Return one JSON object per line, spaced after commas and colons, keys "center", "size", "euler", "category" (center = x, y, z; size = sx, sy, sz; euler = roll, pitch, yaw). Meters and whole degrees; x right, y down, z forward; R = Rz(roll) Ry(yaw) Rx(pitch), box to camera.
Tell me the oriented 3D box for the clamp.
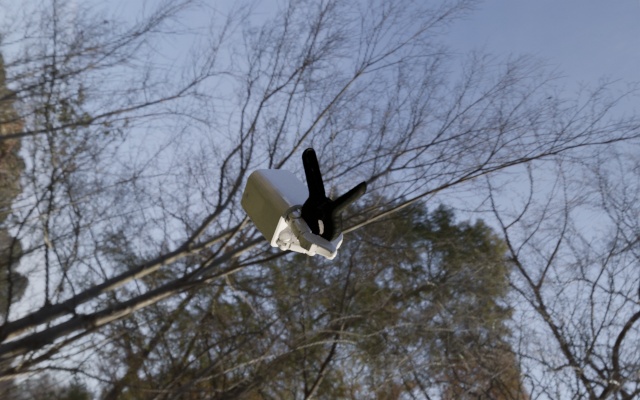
{"center": [0.001, 0.002, 0.756], "size": [0.039, 0.172, 0.120], "euler": [-20, 55, -41], "category": "clamp"}
